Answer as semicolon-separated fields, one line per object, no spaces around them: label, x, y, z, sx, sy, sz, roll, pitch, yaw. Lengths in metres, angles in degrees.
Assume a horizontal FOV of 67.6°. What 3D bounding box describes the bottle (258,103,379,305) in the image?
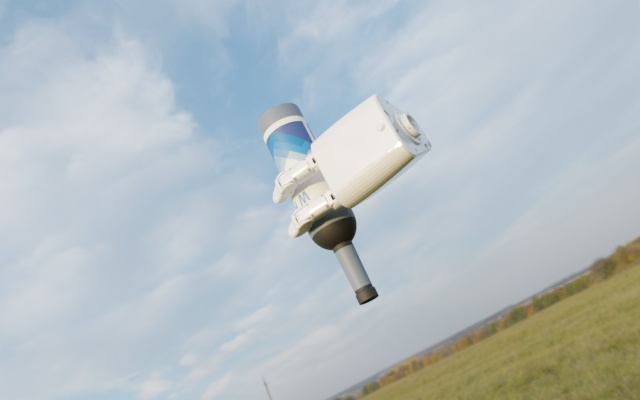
bottle;0.000;0.002;0.650;0.069;0.295;0.069;-23;-20;-9
